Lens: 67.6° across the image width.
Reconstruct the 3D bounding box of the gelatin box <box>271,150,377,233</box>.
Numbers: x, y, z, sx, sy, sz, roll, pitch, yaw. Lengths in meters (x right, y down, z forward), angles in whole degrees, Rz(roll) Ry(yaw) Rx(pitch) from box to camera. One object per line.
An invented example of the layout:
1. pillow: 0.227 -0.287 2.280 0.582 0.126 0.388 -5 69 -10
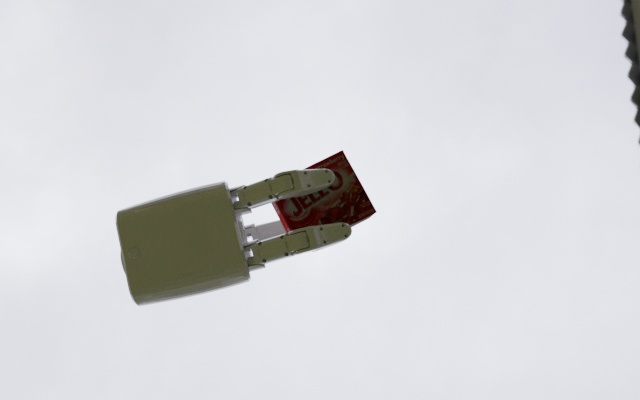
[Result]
1. gelatin box: 0.000 0.002 0.480 0.089 0.073 0.030 -26 -8 -15
